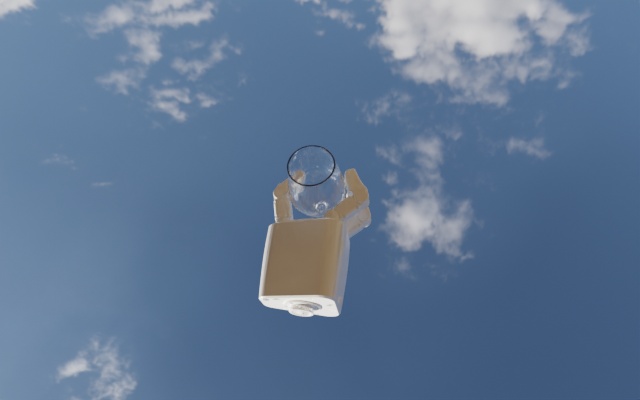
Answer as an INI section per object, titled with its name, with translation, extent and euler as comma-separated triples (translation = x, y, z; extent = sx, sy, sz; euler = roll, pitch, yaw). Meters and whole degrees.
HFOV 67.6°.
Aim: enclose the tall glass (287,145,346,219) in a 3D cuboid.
[tall glass]
translation = 0.000, 0.002, 0.687
extent = 0.079, 0.079, 0.201
euler = 0, -28, 8
